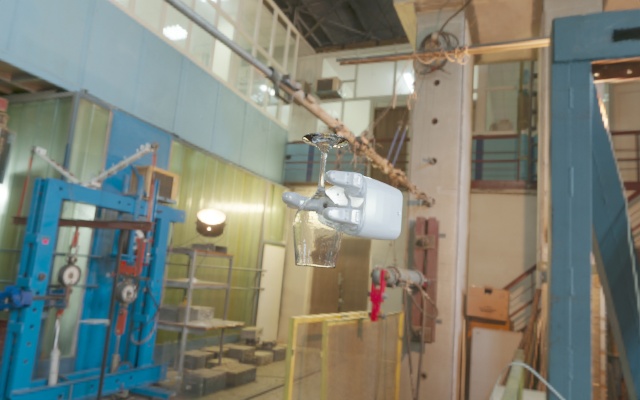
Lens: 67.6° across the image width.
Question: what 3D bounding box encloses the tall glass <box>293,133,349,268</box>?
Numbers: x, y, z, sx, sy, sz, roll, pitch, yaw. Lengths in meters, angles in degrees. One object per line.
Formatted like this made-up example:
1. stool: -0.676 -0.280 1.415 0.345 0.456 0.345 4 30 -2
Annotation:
1. tall glass: 0.000 0.002 0.739 0.079 0.201 0.079 5 -9 1
